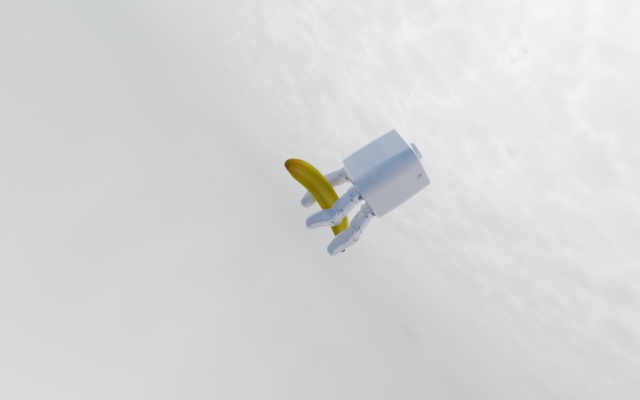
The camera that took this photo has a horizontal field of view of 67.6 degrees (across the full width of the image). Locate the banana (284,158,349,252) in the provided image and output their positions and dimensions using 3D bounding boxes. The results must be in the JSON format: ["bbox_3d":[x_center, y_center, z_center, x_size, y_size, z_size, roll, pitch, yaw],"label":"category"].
[{"bbox_3d":[0.003,-0.006,0.788,0.037,0.198,0.069,-23,31,18],"label":"banana"}]
